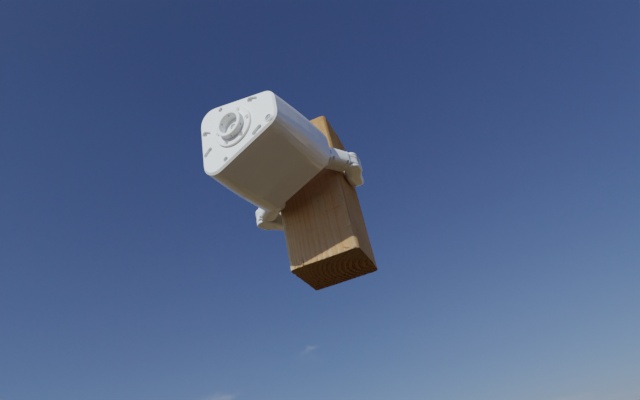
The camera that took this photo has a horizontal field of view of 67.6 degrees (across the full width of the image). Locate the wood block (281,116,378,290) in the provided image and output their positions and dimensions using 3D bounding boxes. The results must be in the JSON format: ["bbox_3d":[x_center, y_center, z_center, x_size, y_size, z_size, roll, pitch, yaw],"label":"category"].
[{"bbox_3d":[0.000,0.002,0.645,0.091,0.206,0.090,-20,-32,13],"label":"wood block"}]
